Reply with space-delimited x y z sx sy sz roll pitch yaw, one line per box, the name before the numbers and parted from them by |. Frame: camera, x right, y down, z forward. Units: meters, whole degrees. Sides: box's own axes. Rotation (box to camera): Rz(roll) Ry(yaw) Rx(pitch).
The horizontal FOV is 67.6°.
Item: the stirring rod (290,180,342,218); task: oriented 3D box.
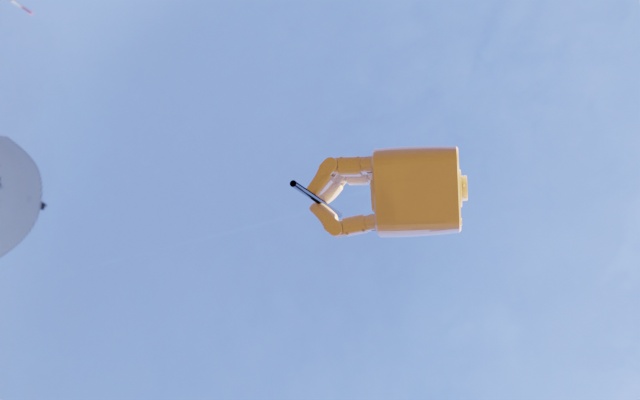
stirring rod | 0.000 0.002 0.651 0.011 0.011 0.239 0 -10 15
